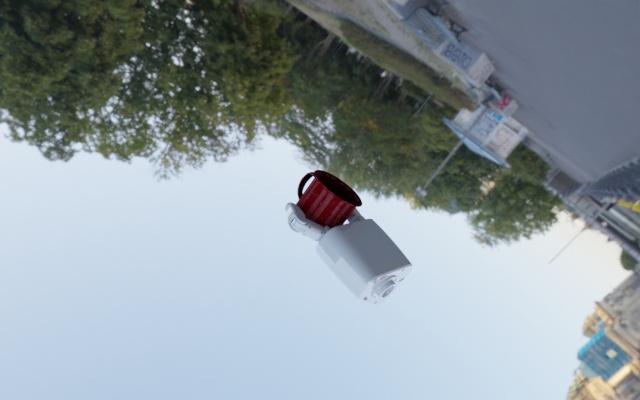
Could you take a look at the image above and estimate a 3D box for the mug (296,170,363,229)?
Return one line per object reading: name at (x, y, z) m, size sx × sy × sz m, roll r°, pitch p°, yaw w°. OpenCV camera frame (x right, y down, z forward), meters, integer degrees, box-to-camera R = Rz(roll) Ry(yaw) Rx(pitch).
mug at (-0.001, 0.002, 0.779) m, size 0.093 × 0.081 × 0.117 m, roll 11°, pitch 31°, yaw -52°
